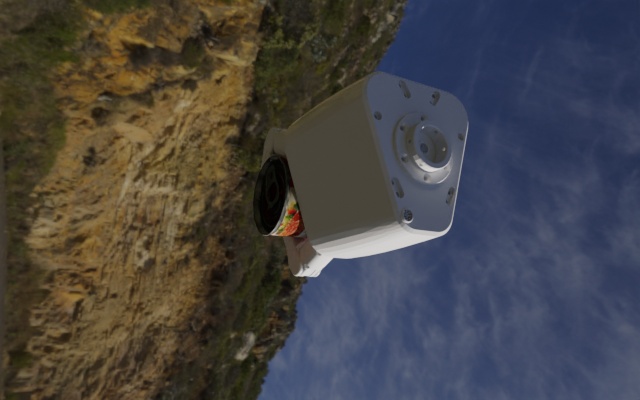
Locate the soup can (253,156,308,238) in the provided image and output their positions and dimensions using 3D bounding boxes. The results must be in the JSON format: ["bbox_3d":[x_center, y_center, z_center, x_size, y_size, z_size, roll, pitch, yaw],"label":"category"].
[{"bbox_3d":[0.000,0.002,0.426,0.102,0.068,0.068,8,-4,-29],"label":"soup can"}]
